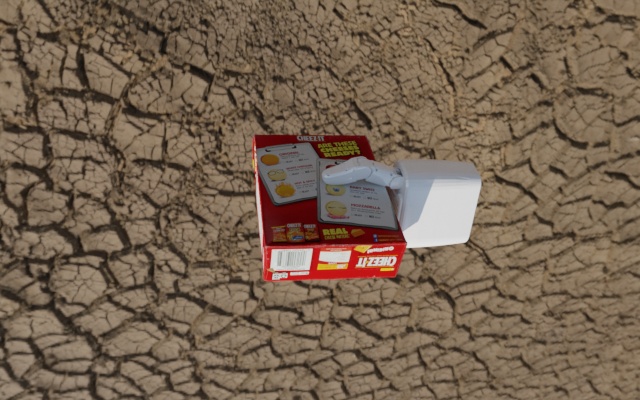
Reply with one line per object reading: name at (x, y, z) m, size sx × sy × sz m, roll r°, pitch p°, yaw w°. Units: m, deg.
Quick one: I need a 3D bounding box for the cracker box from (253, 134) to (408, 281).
cracker box at (0.000, 0.002, 0.618) m, size 0.164 × 0.072 × 0.213 m, roll -1°, pitch 42°, yaw -12°
